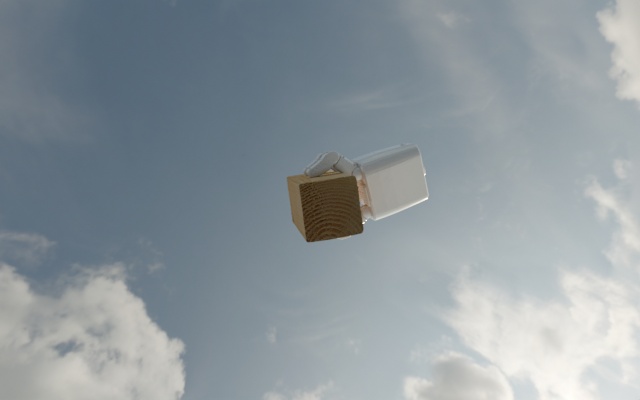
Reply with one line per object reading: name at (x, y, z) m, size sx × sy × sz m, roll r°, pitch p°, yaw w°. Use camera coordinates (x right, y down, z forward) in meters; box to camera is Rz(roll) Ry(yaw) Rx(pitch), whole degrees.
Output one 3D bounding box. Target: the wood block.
wood block at (0.001, 0.003, 0.805) m, size 0.090 × 0.091 × 0.206 m, roll -9°, pitch 7°, yaw -8°
